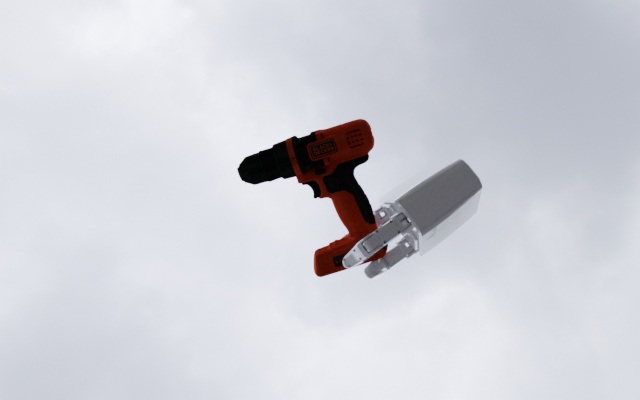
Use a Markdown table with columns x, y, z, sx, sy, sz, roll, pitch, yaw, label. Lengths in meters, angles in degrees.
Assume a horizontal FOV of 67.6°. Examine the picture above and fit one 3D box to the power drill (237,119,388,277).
| x | y | z | sx | sy | sz | roll | pitch | yaw | label |
| --- | --- | --- | --- | --- | --- | --- | --- | --- | --- |
| 0.001 | 0.002 | 0.635 | 0.184 | 0.188 | 0.057 | -17 | 9 | 6 | power drill |
